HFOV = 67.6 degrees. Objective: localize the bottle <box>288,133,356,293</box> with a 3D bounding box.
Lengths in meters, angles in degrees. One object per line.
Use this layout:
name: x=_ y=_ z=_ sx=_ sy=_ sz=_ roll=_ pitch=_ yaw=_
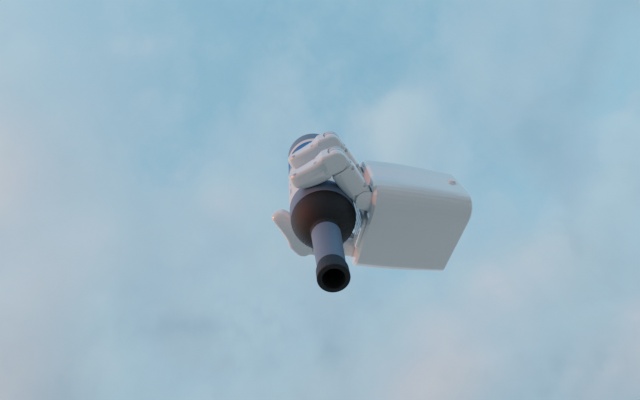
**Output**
bottle: x=0.000 y=0.002 z=0.511 sx=0.069 sy=0.069 sz=0.295 roll=0 pitch=24 yaw=-4
